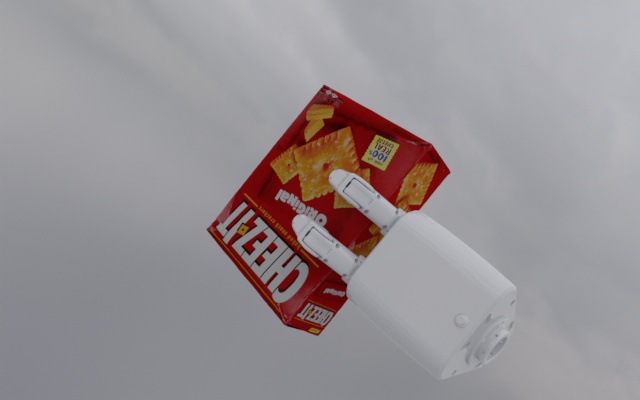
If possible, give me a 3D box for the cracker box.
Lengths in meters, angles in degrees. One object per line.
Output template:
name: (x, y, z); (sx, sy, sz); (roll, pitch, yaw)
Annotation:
cracker box: (0.000, 0.002, 0.499); (0.164, 0.213, 0.072); (40, 2, 39)
